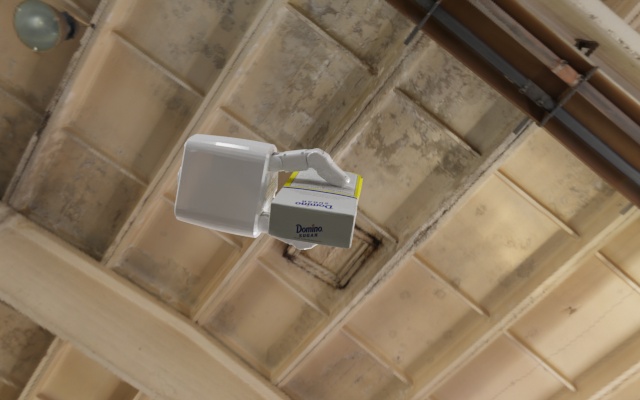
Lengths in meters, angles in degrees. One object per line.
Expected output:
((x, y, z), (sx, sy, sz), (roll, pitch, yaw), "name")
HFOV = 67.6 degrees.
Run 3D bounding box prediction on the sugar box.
((0.000, 0.002, 0.586), (0.093, 0.048, 0.176), (9, 20, 5), "sugar box")
